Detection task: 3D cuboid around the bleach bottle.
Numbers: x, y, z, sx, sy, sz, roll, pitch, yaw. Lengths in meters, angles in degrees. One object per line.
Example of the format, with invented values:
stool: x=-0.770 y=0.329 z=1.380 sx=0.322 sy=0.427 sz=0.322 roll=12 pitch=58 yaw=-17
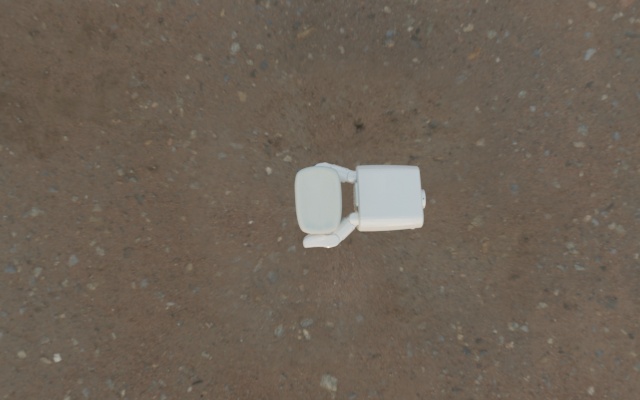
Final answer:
bleach bottle: x=0.000 y=0.003 z=0.810 sx=0.068 sy=0.102 sz=0.251 roll=-2 pitch=-1 yaw=1
